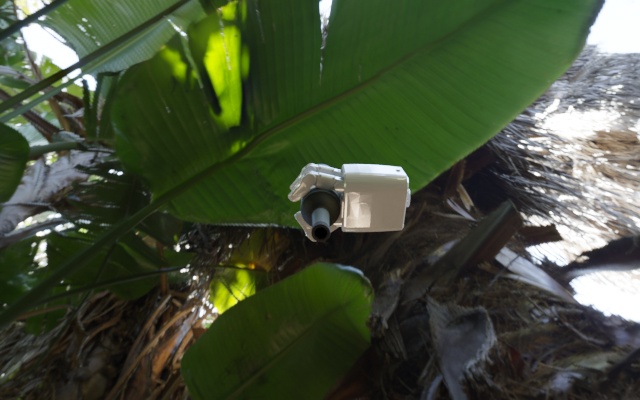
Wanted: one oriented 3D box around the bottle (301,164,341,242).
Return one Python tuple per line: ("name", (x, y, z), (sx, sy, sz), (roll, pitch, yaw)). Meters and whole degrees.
("bottle", (0.000, 0.003, 0.823), (0.069, 0.069, 0.295), (0, 18, 0))
